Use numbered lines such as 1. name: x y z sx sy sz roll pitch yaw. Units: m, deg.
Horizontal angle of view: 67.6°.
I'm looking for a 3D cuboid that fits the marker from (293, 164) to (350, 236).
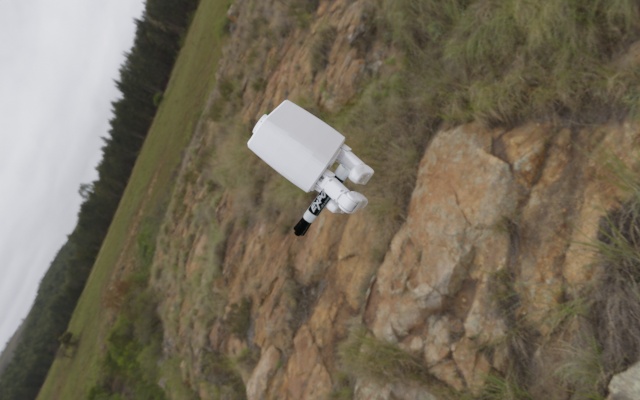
1. marker: 0.000 0.002 0.667 0.020 0.121 0.020 33 17 -11
